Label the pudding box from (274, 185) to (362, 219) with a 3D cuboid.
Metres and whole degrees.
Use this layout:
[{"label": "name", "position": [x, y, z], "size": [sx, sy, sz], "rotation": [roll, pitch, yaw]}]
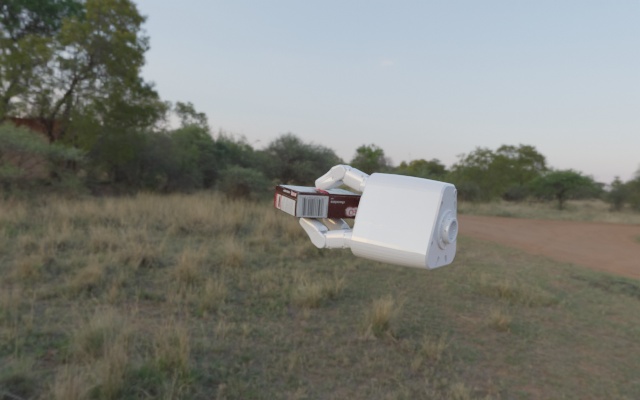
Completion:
[{"label": "pudding box", "position": [0.000, 0.002, 0.698], "size": [0.113, 0.039, 0.090], "rotation": [5, 5, -25]}]
